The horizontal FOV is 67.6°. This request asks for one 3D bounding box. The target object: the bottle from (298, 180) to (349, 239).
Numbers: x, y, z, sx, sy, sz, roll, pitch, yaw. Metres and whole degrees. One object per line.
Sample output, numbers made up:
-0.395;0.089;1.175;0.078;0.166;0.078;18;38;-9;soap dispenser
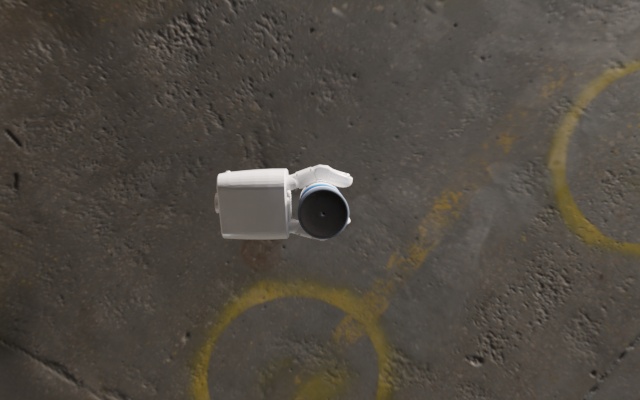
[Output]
0.000;0.003;0.756;0.069;0.069;0.295;0;6;-1;bottle
